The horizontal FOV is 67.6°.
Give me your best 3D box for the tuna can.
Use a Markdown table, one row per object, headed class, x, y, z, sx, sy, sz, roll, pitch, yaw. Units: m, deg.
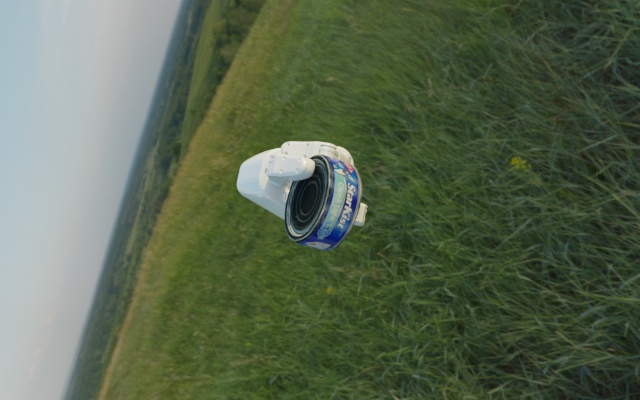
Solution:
| class | x | y | z | sx | sy | sz | roll | pitch | yaw |
| --- | --- | --- | --- | --- | --- | --- | --- | --- | --- |
| tuna can | 0.000 | 0.001 | 0.443 | 0.034 | 0.086 | 0.086 | 17 | -8 | -27 |
